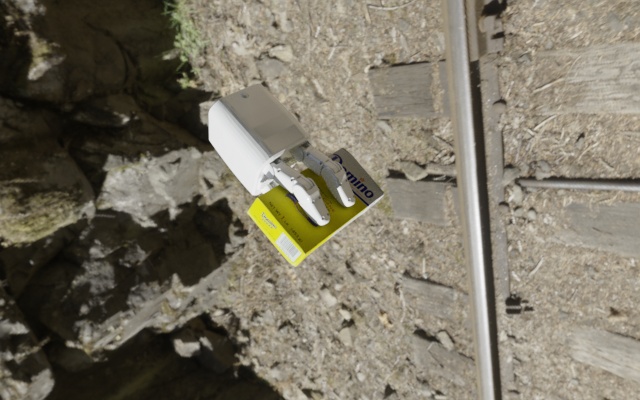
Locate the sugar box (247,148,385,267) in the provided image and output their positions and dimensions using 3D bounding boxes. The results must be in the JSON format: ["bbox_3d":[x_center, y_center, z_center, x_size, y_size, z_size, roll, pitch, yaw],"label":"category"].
[{"bbox_3d":[0.000,0.002,0.633,0.176,0.093,0.048,-35,-8,-39],"label":"sugar box"}]
